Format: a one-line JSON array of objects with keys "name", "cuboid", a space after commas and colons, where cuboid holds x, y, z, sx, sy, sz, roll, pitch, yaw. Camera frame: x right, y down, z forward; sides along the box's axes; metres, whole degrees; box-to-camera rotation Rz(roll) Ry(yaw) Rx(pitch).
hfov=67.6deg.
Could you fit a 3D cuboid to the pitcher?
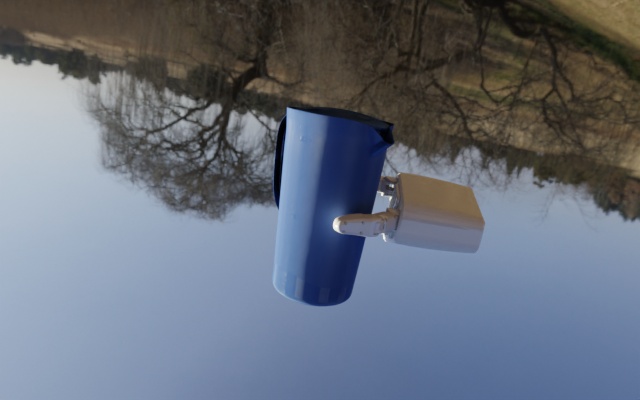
[{"name": "pitcher", "cuboid": [0.000, 0.002, 0.619, 0.145, 0.243, 0.149, 9, 13, -2]}]
